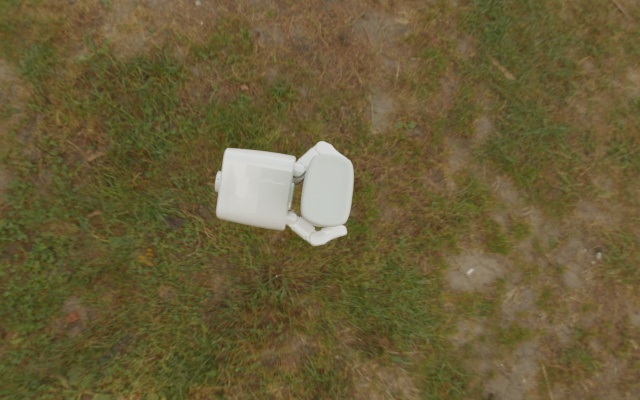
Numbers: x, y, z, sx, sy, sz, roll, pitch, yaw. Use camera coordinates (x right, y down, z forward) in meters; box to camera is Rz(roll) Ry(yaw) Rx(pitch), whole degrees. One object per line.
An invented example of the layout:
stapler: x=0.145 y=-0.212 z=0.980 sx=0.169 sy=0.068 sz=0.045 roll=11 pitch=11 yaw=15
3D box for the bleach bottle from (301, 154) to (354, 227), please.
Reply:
bleach bottle: x=0.000 y=0.002 z=0.760 sx=0.068 sy=0.102 sz=0.251 roll=9 pitch=-10 yaw=-4
